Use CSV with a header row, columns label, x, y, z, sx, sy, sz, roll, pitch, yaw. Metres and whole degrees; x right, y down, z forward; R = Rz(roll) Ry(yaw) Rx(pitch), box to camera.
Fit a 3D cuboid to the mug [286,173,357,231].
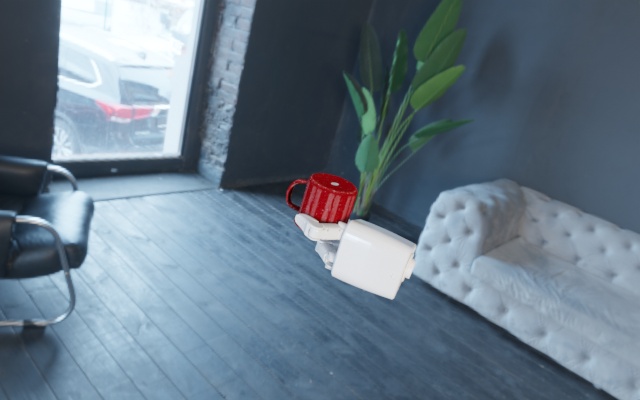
label,x,y,z,sx,sy,sz,roll,pitch,yaw
mug,-0.001,0.002,0.782,0.117,0.081,0.093,21,21,11
